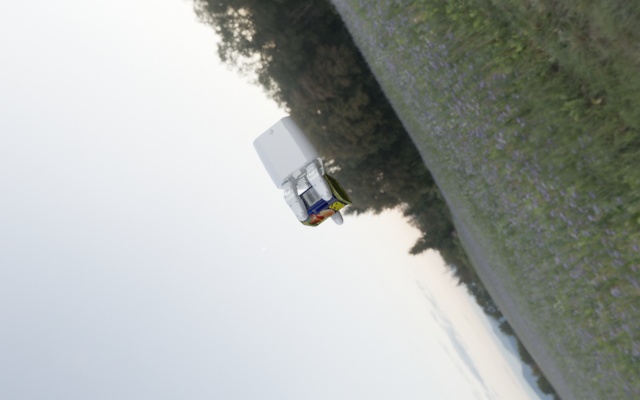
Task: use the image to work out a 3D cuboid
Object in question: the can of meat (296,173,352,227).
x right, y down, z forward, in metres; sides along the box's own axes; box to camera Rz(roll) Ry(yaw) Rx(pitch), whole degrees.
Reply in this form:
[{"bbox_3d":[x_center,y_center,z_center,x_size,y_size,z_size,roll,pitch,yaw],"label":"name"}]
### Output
[{"bbox_3d":[0.000,0.003,0.860,0.084,0.057,0.102,-36,-15,10],"label":"can of meat"}]
